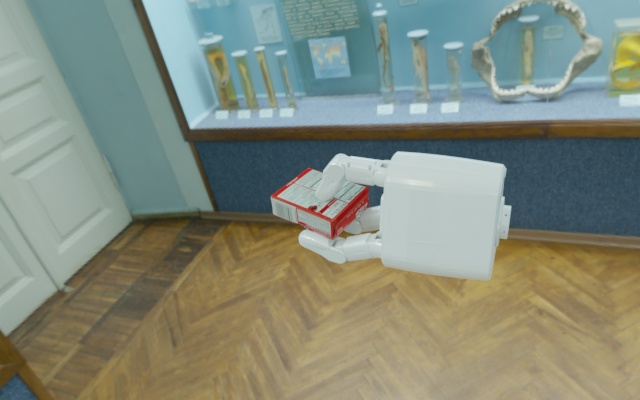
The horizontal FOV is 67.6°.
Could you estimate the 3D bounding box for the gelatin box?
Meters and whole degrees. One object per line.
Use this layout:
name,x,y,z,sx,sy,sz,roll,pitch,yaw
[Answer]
gelatin box,0.000,0.001,0.547,0.089,0.030,0.073,21,42,29
